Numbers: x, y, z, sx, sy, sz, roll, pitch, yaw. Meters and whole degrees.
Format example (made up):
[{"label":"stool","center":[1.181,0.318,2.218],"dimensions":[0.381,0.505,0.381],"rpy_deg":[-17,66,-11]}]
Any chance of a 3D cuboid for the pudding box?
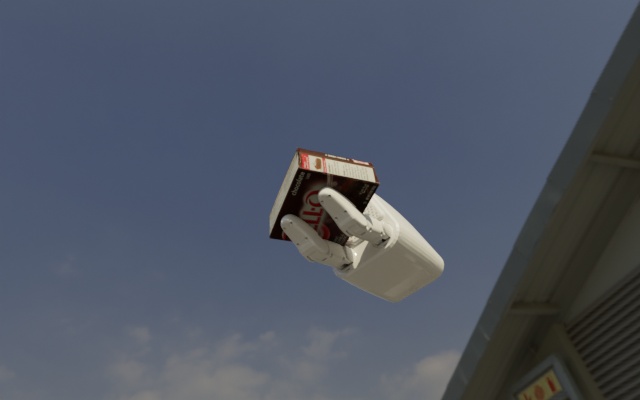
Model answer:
[{"label":"pudding box","center":[0.000,0.002,0.524],"dimensions":[0.090,0.114,0.039],"rpy_deg":[9,41,-18]}]
